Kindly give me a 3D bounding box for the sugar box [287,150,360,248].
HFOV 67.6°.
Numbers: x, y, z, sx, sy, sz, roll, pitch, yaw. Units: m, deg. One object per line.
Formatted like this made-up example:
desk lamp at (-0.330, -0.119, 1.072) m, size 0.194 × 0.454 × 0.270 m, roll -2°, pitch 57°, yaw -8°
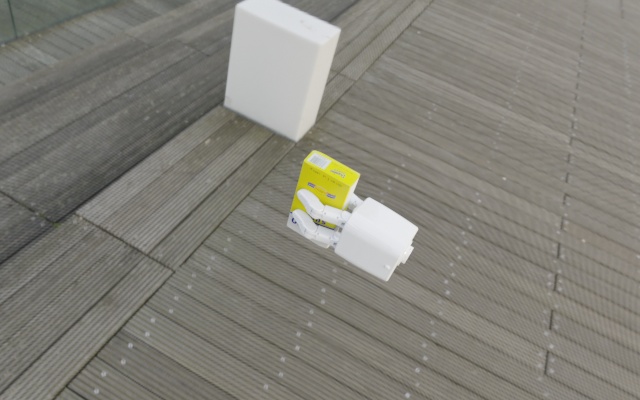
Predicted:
sugar box at (0.000, 0.003, 0.853) m, size 0.093 × 0.176 × 0.048 m, roll 30°, pitch 45°, yaw 12°
